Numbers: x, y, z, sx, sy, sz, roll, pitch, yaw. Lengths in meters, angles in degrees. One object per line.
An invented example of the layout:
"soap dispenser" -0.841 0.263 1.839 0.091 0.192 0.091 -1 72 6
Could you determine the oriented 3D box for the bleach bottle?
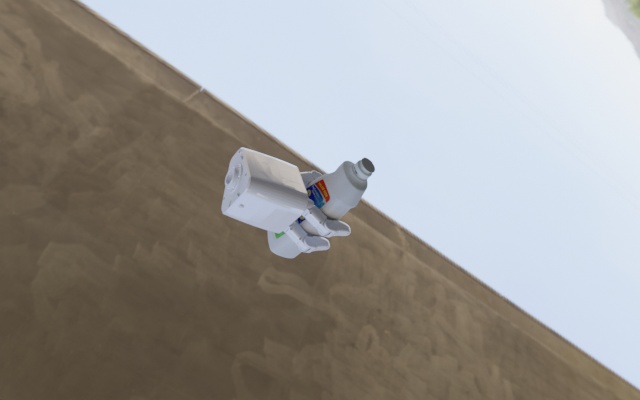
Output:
"bleach bottle" 0.000 0.003 0.824 0.068 0.102 0.251 21 -44 -30
